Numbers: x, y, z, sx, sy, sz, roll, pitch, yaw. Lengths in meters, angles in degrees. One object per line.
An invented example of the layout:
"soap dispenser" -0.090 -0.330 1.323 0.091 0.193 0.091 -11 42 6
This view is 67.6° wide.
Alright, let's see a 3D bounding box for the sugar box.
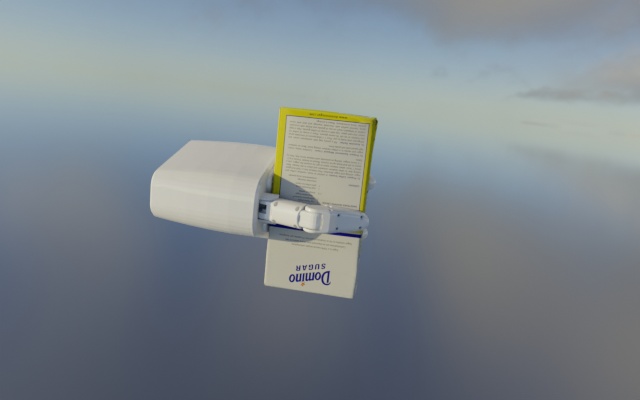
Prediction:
"sugar box" 0.000 0.001 0.471 0.093 0.176 0.048 8 12 7
